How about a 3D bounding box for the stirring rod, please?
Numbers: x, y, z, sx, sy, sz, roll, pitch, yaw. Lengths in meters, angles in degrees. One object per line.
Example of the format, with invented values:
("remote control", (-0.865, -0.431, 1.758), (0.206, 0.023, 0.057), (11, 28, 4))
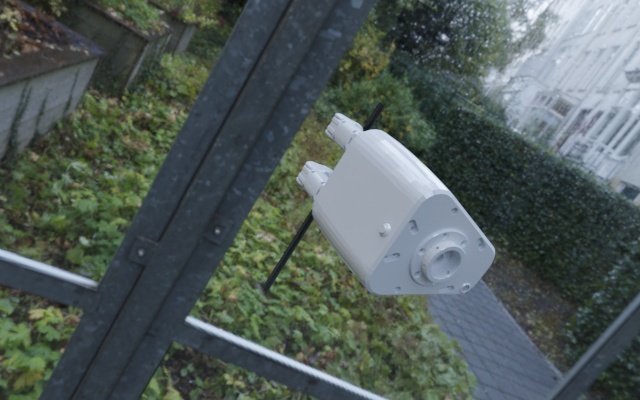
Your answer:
("stirring rod", (0.000, 0.002, 0.509), (0.011, 0.239, 0.011), (30, 15, -9))
